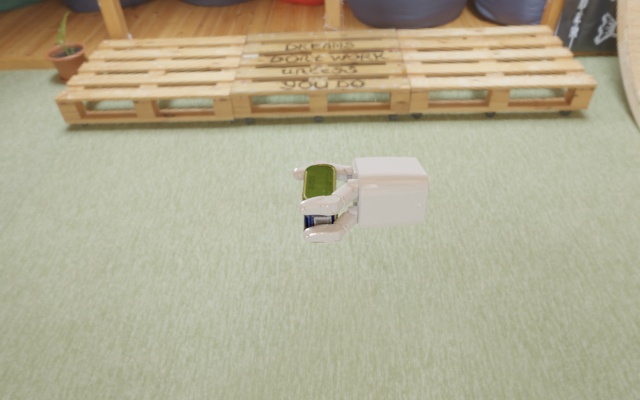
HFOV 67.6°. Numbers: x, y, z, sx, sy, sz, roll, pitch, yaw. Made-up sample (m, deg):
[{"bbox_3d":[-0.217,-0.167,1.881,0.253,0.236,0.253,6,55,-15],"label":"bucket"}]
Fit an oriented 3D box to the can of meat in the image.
[{"bbox_3d":[0.000,0.002,0.764,0.057,0.084,0.102,0,41,2],"label":"can of meat"}]
